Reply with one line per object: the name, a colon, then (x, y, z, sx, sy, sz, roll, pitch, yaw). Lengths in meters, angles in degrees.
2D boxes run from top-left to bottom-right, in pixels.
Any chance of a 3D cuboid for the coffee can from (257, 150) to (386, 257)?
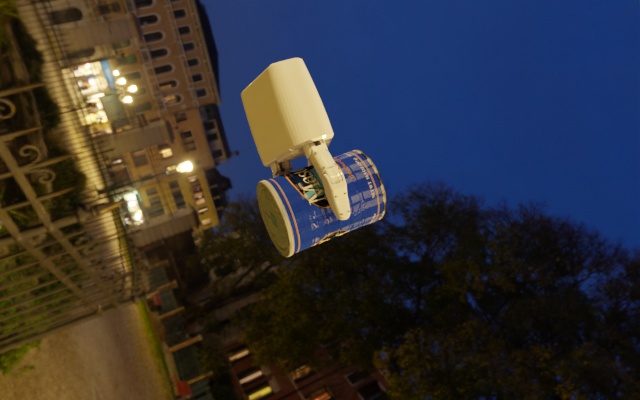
coffee can: (0.000, 0.002, 0.631, 0.140, 0.103, 0.103, -20, 7, -20)
